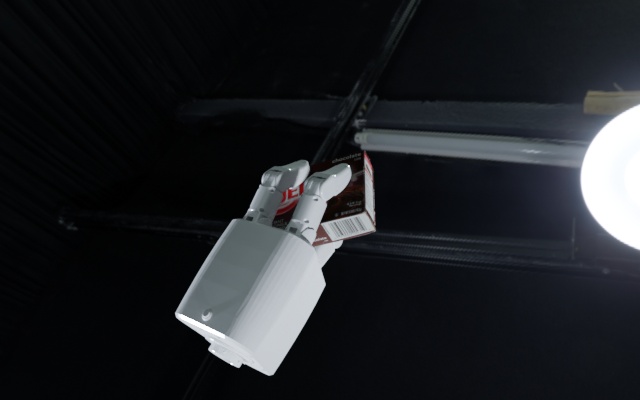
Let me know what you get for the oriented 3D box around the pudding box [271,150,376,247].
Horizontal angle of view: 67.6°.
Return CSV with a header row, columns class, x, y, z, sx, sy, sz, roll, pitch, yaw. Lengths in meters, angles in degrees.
class,x,y,z,sx,sy,sz,roll,pitch,yaw
pudding box,0.000,0.002,0.503,0.113,0.090,0.039,-13,-44,17
